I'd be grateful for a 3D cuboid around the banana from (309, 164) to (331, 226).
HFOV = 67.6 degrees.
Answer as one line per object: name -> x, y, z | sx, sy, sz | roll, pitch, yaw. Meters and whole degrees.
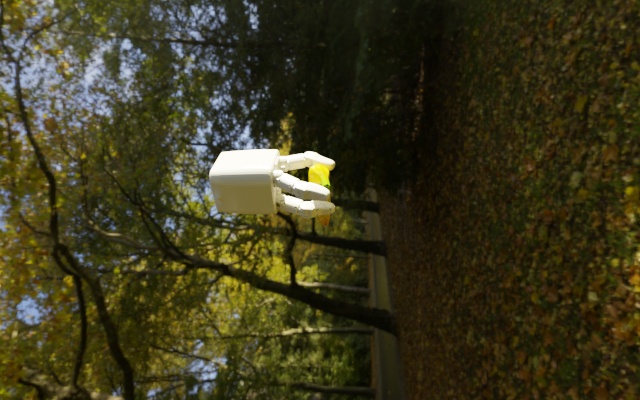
banana -> -0.001, -0.016, 0.866 | 0.037, 0.069, 0.198 | -3, -21, 1
